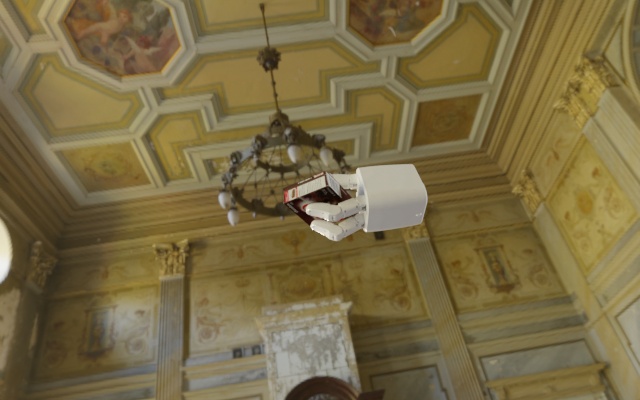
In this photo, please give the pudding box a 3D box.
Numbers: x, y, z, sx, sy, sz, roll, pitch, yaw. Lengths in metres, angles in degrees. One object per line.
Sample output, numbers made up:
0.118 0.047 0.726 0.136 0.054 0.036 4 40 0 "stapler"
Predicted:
0.000 0.003 0.844 0.090 0.039 0.113 -22 -40 20 "pudding box"
